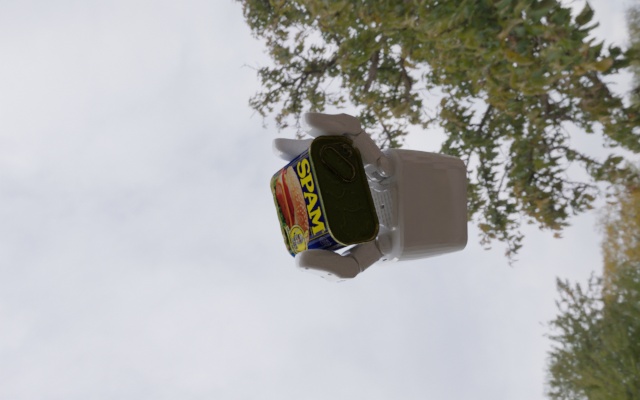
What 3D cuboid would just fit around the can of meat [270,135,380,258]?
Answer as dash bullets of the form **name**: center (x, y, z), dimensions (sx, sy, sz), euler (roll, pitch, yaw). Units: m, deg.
- **can of meat**: center (0.000, 0.002, 0.455), dimensions (0.057, 0.102, 0.084), euler (-6, -14, -36)
